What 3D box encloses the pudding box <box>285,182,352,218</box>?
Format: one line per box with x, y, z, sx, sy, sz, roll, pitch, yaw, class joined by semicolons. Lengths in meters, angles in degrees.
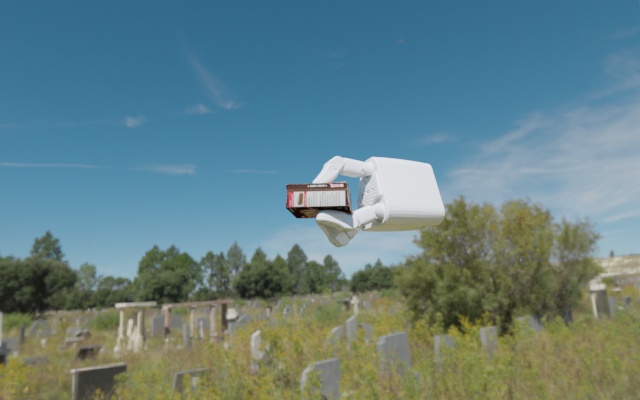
0.000;0.002;0.709;0.090;0.039;0.113;-2;-12;5;pudding box
